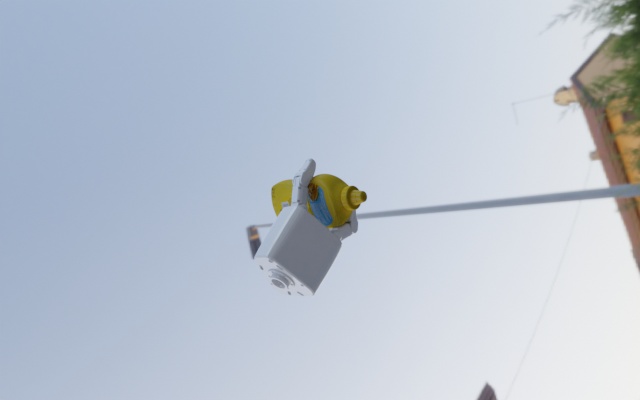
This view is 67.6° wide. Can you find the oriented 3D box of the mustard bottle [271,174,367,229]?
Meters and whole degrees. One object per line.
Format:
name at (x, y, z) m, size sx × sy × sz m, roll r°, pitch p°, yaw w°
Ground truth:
mustard bottle at (0.000, 0.003, 0.833) m, size 0.191 × 0.096 × 0.058 m, roll -7°, pitch 16°, yaw 43°
